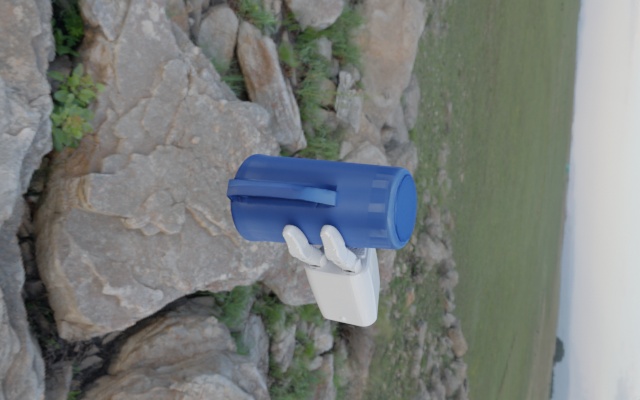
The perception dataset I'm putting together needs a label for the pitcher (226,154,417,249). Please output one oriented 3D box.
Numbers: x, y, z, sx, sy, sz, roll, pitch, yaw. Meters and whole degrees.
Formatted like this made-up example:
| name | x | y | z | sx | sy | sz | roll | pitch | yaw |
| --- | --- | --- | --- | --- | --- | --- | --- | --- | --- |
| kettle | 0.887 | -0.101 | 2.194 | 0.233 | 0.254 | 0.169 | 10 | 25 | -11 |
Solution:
| name | x | y | z | sx | sy | sz | roll | pitch | yaw |
| --- | --- | --- | --- | --- | --- | --- | --- | --- | --- |
| pitcher | 0.000 | 0.002 | 0.665 | 0.243 | 0.145 | 0.149 | 4 | 37 | 27 |
